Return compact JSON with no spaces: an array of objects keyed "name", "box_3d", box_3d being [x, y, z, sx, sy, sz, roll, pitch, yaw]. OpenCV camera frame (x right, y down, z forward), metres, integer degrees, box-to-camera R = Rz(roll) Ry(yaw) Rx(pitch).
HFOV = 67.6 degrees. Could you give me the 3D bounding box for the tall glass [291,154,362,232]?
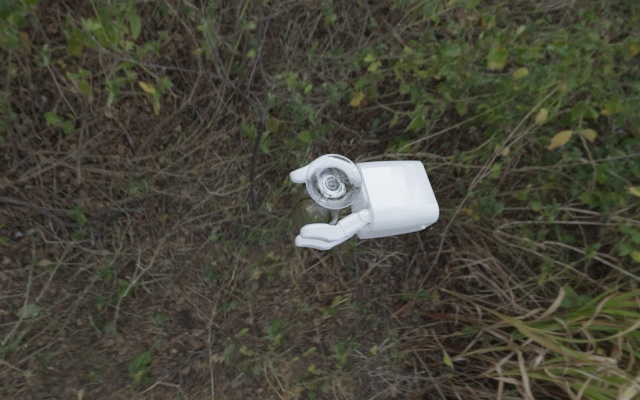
[{"name":"tall glass","box_3d":[0.000,0.002,0.703,0.079,0.079,0.201,0,-16,-11]}]
